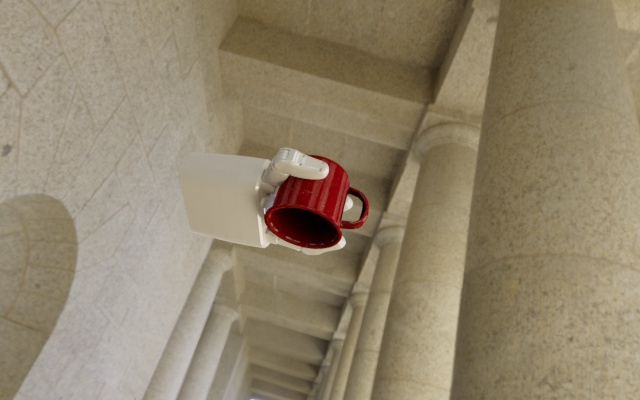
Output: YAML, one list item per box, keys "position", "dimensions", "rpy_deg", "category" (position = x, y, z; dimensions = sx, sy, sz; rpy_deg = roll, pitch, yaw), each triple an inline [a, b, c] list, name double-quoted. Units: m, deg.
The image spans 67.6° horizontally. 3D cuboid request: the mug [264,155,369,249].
- position: [0.002, 0.002, 0.569]
  dimensions: [0.117, 0.081, 0.093]
  rpy_deg: [9, -34, 11]
  category: "mug"
